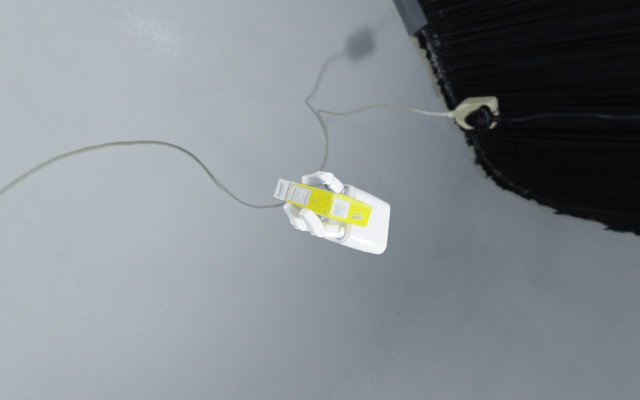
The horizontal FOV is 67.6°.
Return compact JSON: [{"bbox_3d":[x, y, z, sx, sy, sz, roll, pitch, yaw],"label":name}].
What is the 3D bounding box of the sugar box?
[{"bbox_3d":[0.000,0.003,0.861,0.093,0.048,0.176,19,-4,-37],"label":"sugar box"}]
